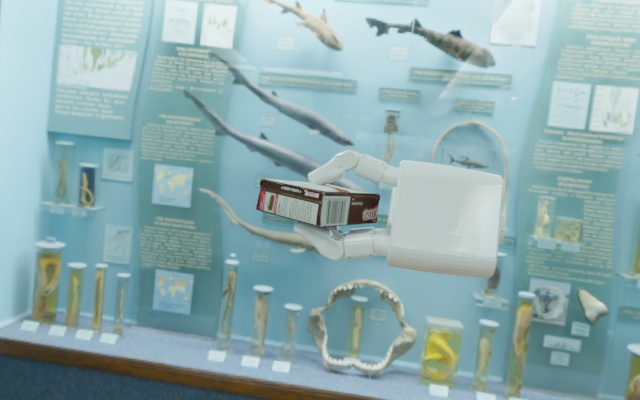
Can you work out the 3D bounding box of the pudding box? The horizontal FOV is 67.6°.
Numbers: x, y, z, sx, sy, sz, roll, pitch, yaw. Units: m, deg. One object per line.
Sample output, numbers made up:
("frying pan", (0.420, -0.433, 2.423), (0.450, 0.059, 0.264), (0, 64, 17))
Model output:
("pudding box", (0.000, 0.002, 0.530), (0.090, 0.039, 0.113), (12, 5, 36))
